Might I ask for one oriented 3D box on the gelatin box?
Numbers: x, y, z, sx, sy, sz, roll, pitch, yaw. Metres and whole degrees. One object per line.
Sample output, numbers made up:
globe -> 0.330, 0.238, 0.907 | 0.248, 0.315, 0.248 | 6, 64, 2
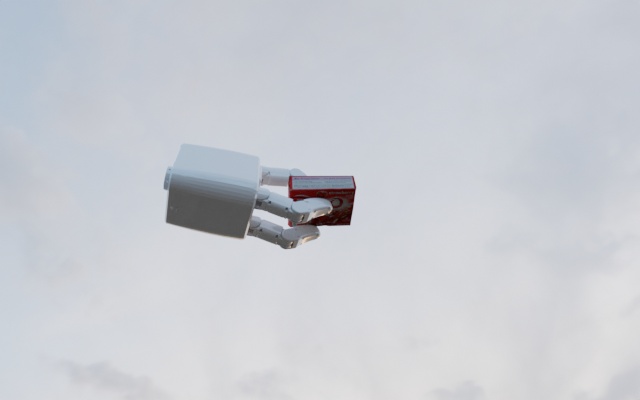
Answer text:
gelatin box -> 0.000, 0.002, 0.646 | 0.089, 0.030, 0.073 | -1, -44, -6
